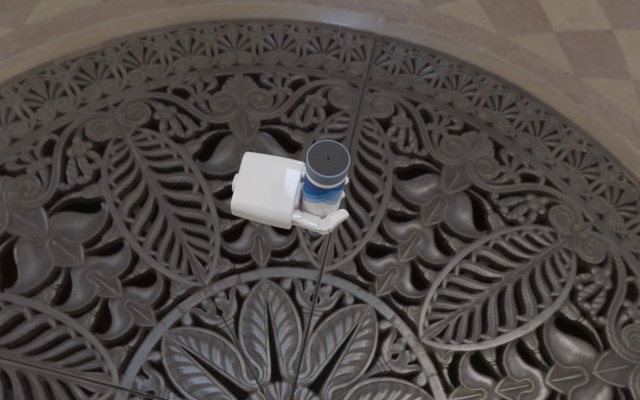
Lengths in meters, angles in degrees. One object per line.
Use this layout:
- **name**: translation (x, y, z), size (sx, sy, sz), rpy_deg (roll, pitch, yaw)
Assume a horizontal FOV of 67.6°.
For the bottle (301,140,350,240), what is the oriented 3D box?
- **bottle**: translation (0.000, 0.003, 0.843), size (0.069, 0.069, 0.296), rpy_deg (0, -27, -5)
